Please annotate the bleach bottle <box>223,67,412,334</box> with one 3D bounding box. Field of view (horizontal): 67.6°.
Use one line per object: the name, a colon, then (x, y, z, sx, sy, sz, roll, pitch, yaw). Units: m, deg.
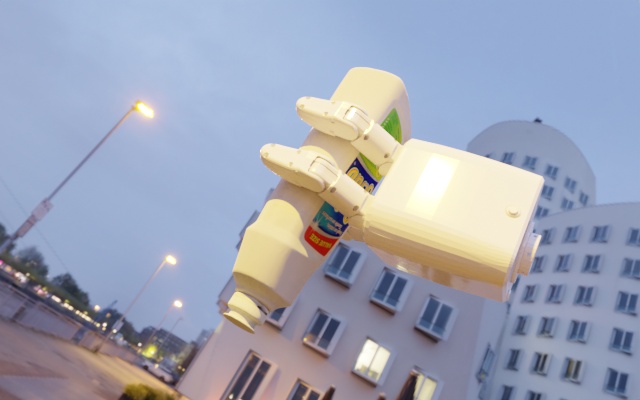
bleach bottle: (0.000, 0.001, 0.418, 0.068, 0.250, 0.103, 19, -28, 25)
